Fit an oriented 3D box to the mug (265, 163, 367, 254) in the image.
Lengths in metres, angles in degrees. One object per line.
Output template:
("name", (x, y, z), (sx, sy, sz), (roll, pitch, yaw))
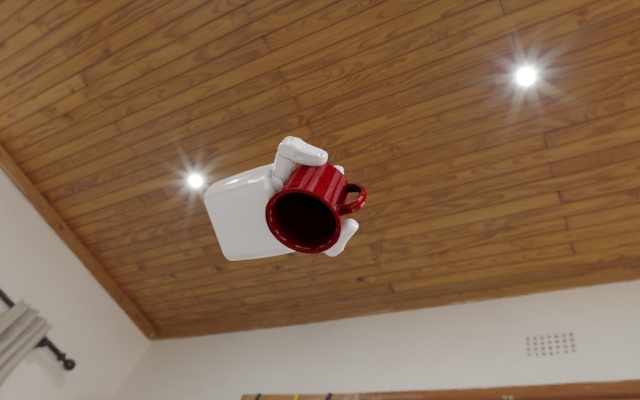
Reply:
("mug", (0.001, 0.001, 0.580), (0.117, 0.093, 0.081), (-12, 28, 25))
